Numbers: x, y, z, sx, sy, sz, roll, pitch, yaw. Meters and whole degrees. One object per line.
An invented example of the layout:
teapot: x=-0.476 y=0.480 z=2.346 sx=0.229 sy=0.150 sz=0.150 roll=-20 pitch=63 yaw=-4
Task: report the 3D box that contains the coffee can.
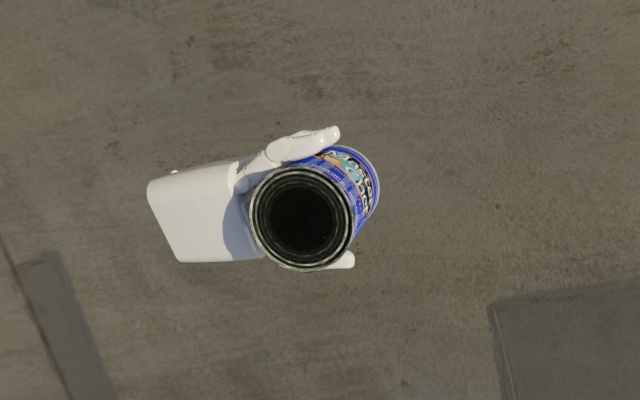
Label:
coffee can: x=0.000 y=0.002 z=0.502 sx=0.103 sy=0.103 sz=0.140 roll=0 pitch=14 yaw=17
